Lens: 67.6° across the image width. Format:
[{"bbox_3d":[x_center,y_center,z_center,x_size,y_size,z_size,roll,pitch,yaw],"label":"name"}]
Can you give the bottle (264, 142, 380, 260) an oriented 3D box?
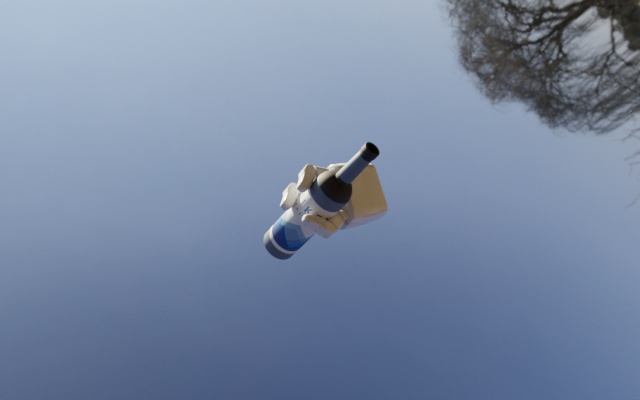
[{"bbox_3d":[0.000,0.003,0.823,0.069,0.069,0.296,0,-34,-41],"label":"bottle"}]
